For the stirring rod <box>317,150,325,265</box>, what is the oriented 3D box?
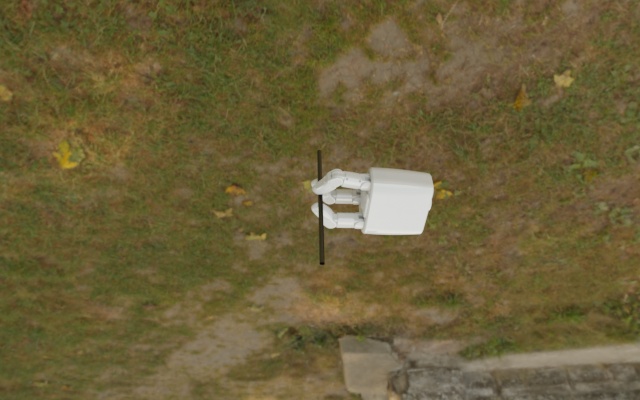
[{"bbox_3d":[0.000,0.003,0.795,0.011,0.239,0.011,-1,-40,-1],"label":"stirring rod"}]
